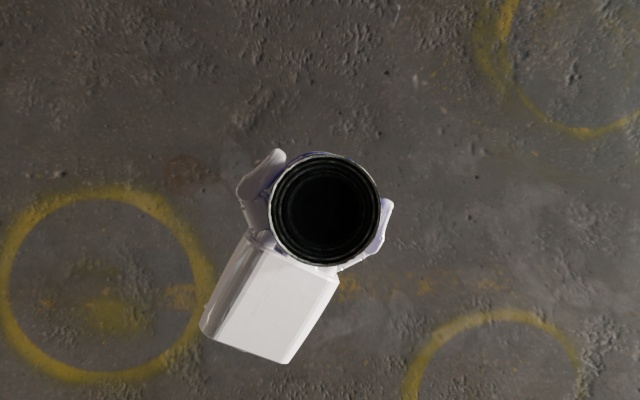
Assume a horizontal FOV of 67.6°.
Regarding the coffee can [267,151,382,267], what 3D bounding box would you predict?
[{"bbox_3d":[0.000,0.001,0.491,0.103,0.103,0.140,0,7,-3],"label":"coffee can"}]
